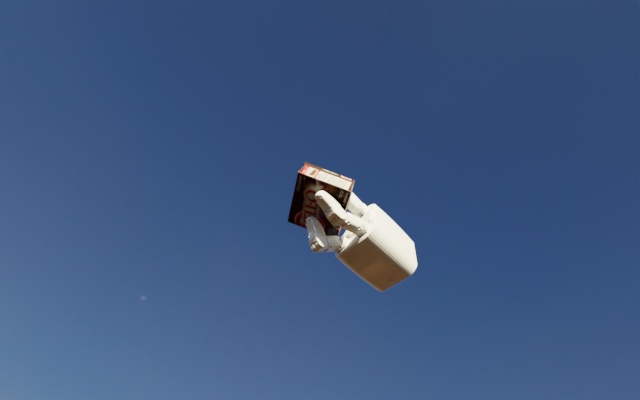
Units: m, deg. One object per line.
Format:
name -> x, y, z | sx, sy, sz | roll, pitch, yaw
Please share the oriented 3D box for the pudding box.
pudding box -> 0.000, 0.002, 0.785 | 0.090, 0.114, 0.039 | 20, 38, 7
